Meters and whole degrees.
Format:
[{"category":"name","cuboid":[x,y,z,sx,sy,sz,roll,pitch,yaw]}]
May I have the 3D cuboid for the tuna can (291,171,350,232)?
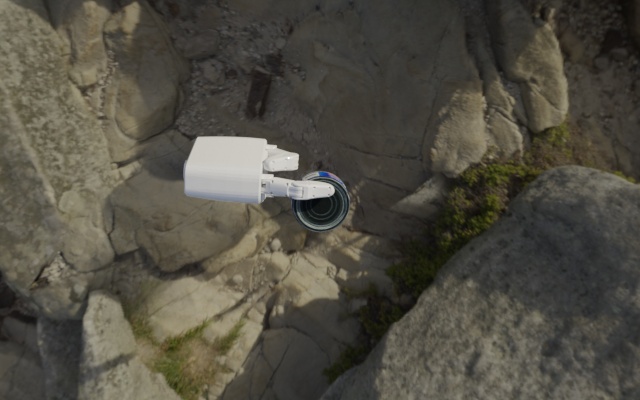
[{"category":"tuna can","cuboid":[0.000,0.002,0.696,0.086,0.086,0.033,0,16,-6]}]
